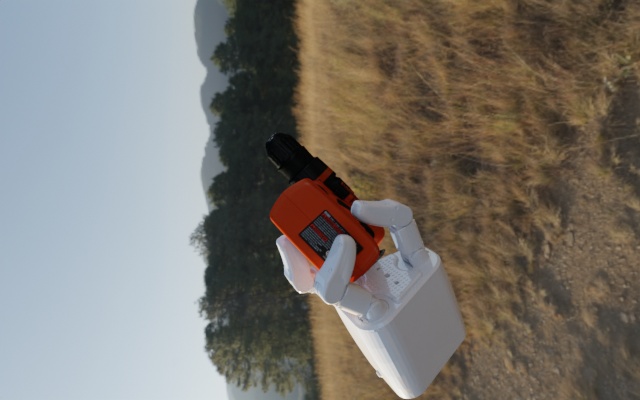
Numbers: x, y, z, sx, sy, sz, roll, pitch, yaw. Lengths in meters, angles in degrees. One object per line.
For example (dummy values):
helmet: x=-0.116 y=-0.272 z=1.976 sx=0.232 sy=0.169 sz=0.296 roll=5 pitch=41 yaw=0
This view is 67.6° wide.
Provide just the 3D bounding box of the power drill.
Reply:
power drill: x=0.000 y=0.002 z=0.511 sx=0.184 sy=0.057 sz=0.187 roll=44 pitch=12 yaw=-5
